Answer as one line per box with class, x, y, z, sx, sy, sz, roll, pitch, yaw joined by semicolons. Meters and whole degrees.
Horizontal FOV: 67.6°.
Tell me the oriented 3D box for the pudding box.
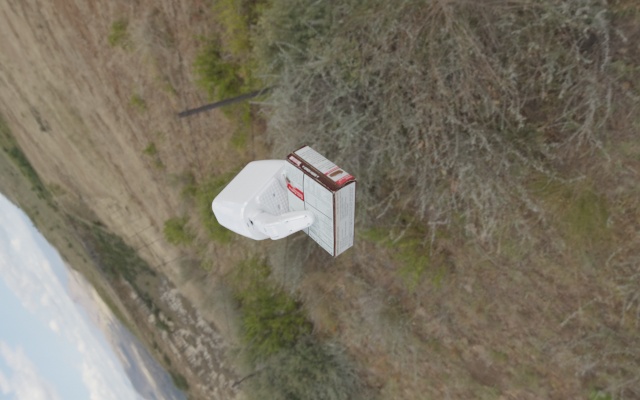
pudding box;0.000;0.002;0.579;0.039;0.114;0.090;-34;52;-28
